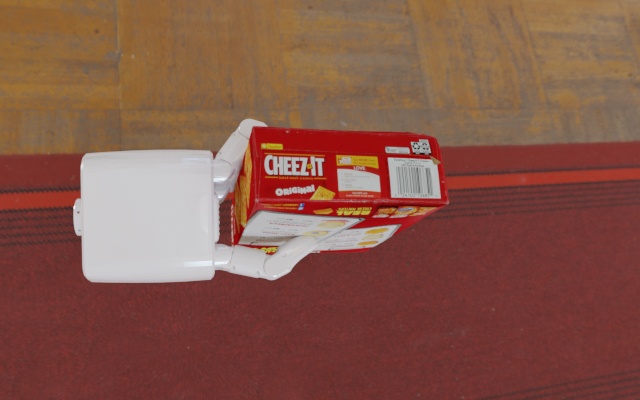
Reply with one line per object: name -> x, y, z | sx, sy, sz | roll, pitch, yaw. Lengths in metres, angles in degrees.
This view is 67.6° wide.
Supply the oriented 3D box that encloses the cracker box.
cracker box -> 0.000, 0.002, 0.477 | 0.164, 0.072, 0.214 | 0, -17, -15
